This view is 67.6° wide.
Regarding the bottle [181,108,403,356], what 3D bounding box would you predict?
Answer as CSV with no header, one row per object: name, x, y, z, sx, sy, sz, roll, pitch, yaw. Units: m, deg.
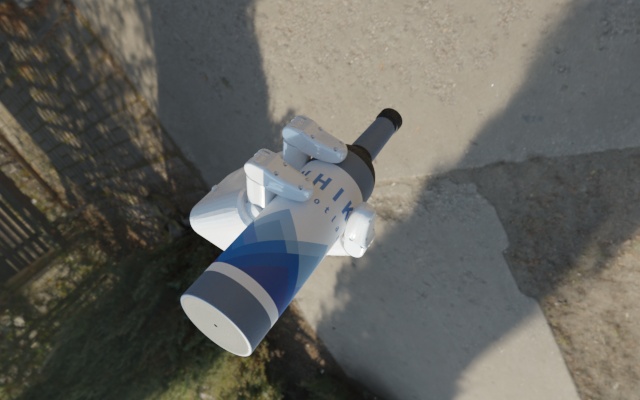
bottle,0.000,0.002,0.435,0.069,0.069,0.295,0,38,42
